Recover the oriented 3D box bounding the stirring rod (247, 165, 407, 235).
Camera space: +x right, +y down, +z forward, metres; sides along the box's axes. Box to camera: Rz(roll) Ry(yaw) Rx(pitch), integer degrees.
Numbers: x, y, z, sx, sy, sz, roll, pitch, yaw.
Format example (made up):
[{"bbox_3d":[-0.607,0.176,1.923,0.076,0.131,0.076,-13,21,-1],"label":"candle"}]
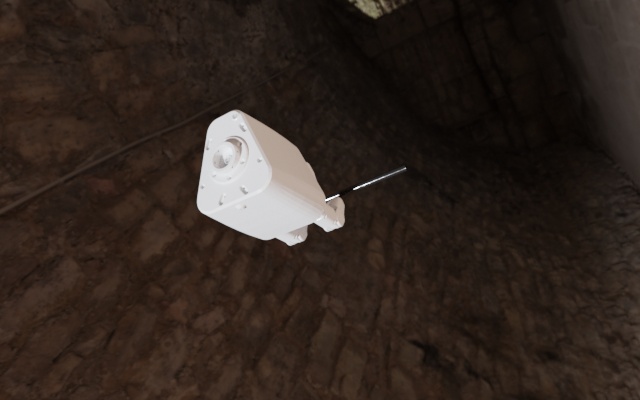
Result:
[{"bbox_3d":[0.000,0.002,0.622,0.239,0.011,0.011,-22,-9,22],"label":"stirring rod"}]
